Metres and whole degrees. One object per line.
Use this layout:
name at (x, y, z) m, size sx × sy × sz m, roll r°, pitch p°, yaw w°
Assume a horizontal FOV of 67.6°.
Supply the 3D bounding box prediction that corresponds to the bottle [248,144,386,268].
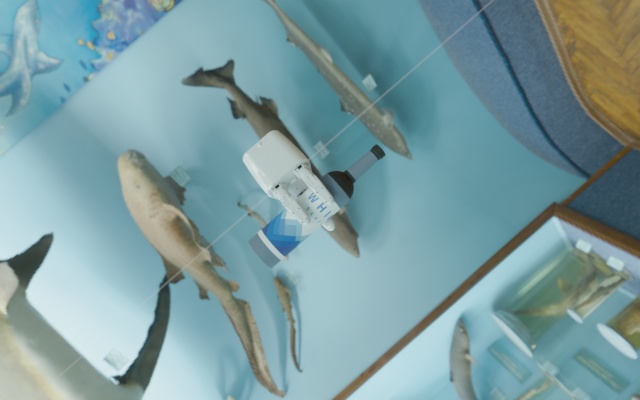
bottle at (0.000, 0.003, 0.875) m, size 0.295 × 0.069 × 0.069 m, roll -41°, pitch 1°, yaw -1°
